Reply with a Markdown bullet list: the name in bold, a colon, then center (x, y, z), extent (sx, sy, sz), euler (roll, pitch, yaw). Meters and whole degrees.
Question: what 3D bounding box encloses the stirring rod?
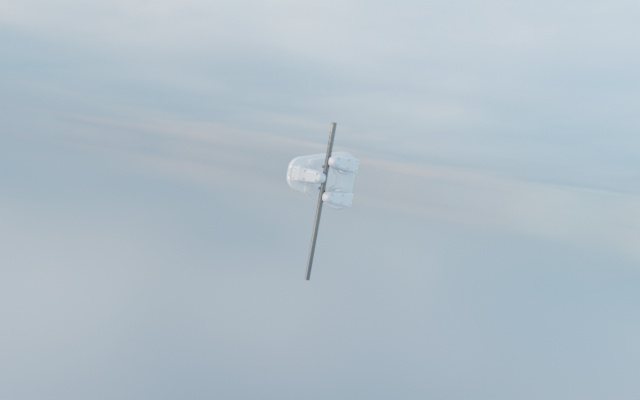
- **stirring rod**: center (0.000, 0.002, 0.720), extent (0.011, 0.239, 0.011), euler (10, 3, -1)
